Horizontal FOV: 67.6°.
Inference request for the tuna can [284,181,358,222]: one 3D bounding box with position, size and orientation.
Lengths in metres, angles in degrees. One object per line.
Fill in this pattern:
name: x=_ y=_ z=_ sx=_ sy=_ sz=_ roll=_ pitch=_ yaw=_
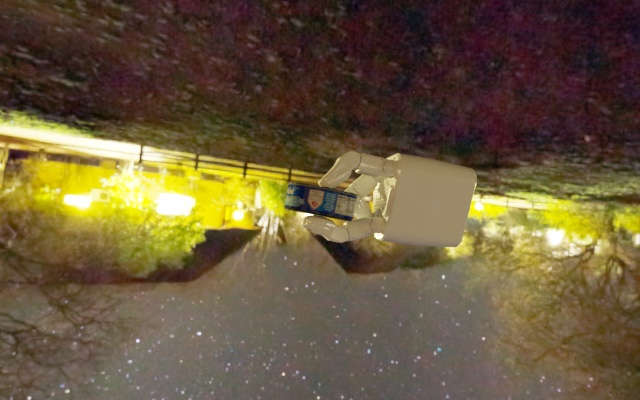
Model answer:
tuna can: x=0.000 y=0.002 z=0.577 sx=0.086 sy=0.034 sz=0.086 roll=11 pitch=-2 yaw=0
